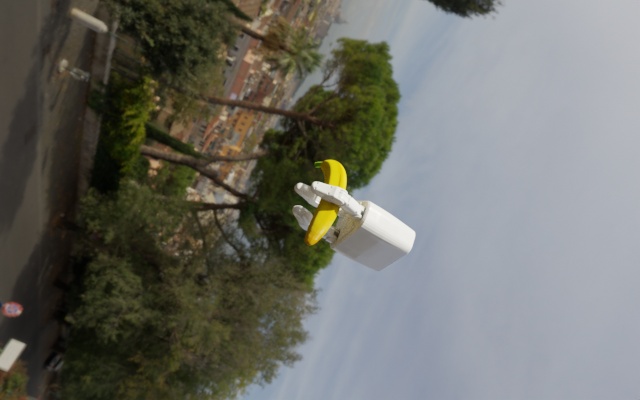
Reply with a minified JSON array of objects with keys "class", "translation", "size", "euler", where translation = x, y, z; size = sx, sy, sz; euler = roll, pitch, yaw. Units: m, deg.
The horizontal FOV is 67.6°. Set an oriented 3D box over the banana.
[{"class":"banana","translation":[0.013,-0.009,0.819],"size":[0.037,0.197,0.070],"euler":[35,-51,-24]}]
